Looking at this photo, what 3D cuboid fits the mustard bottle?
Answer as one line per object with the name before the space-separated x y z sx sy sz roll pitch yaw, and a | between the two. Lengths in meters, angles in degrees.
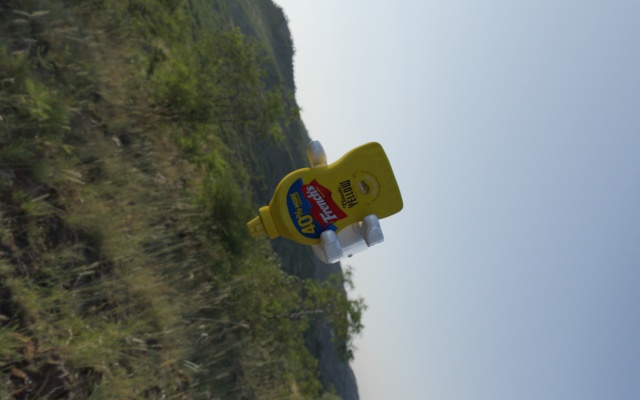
mustard bottle | 0.000 0.002 0.599 0.191 0.096 0.058 -22 8 -3
